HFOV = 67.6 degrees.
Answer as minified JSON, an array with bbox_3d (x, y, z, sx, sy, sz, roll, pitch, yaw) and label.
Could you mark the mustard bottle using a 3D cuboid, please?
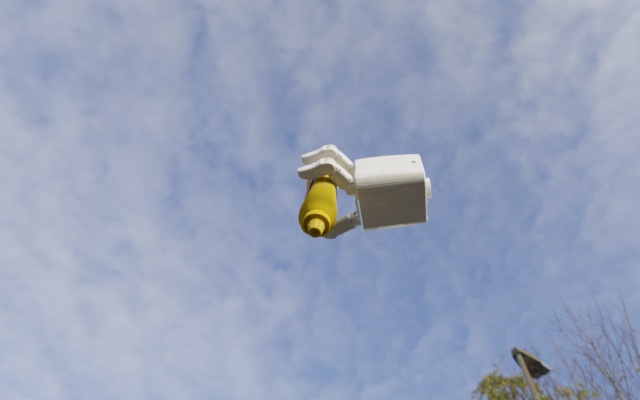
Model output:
[{"bbox_3d":[0.000,0.002,0.759,0.058,0.096,0.191,14,27,-3],"label":"mustard bottle"}]
